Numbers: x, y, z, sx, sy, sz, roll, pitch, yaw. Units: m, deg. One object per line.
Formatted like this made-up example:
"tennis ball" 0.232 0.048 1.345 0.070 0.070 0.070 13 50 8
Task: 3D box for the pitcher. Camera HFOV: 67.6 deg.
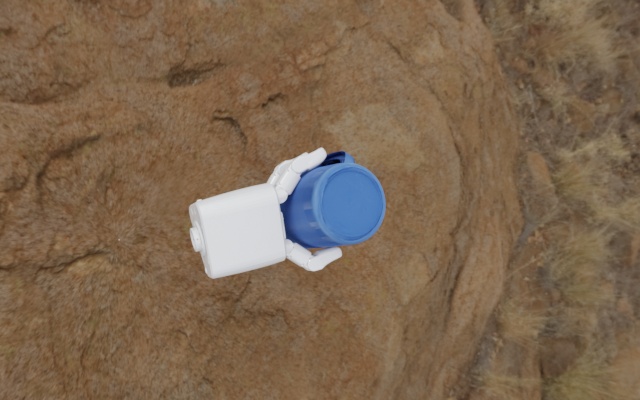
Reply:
"pitcher" 0.000 0.002 0.726 0.145 0.149 0.243 -13 1 -23
